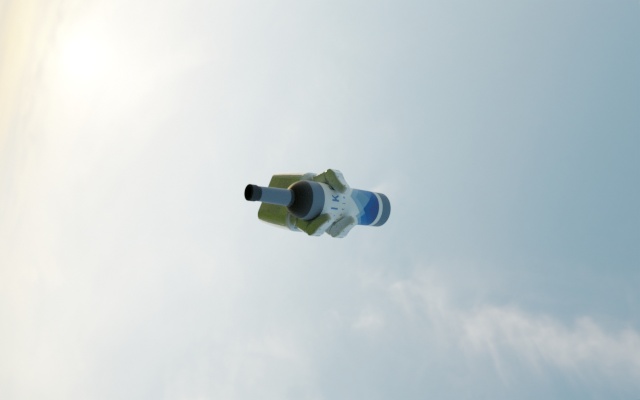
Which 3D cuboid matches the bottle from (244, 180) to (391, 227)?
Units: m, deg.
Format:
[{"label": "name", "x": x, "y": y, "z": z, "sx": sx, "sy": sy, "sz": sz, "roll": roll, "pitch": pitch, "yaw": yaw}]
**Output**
[{"label": "bottle", "x": 0.000, "y": 0.003, "z": 0.832, "sx": 0.296, "sy": 0.069, "sz": 0.069, "roll": 8, "pitch": -5, "yaw": -40}]
